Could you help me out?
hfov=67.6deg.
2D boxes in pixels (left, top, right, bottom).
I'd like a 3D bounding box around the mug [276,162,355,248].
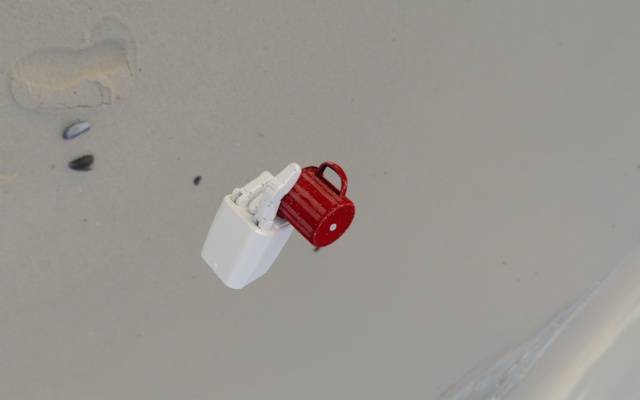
[{"bbox_3d":[0.001,0.001,0.667,0.081,0.117,0.093,42,24,29],"label":"mug"}]
